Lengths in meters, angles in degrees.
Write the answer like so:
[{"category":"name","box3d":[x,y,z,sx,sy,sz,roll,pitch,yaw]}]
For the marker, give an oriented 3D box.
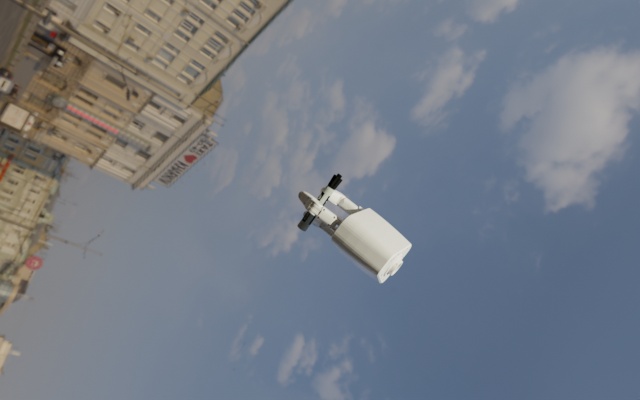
[{"category":"marker","box3d":[0.000,0.003,0.855,0.020,0.121,0.020,35,10,-7]}]
